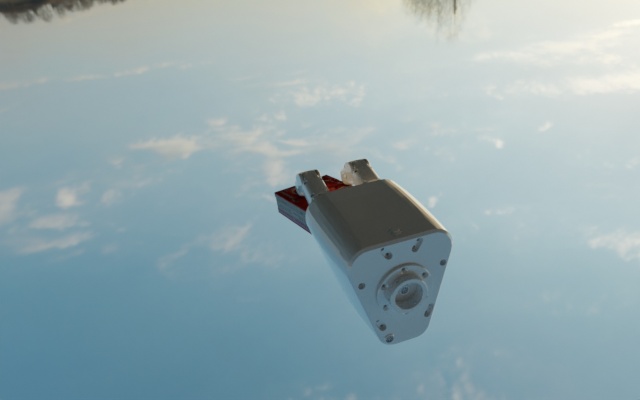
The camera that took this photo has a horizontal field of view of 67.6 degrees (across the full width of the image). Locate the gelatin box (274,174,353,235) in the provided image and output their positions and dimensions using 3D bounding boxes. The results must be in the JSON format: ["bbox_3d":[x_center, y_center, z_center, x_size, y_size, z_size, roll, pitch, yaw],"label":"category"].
[{"bbox_3d":[0.000,0.002,0.541,0.073,0.030,0.089,-20,25,-24],"label":"gelatin box"}]
